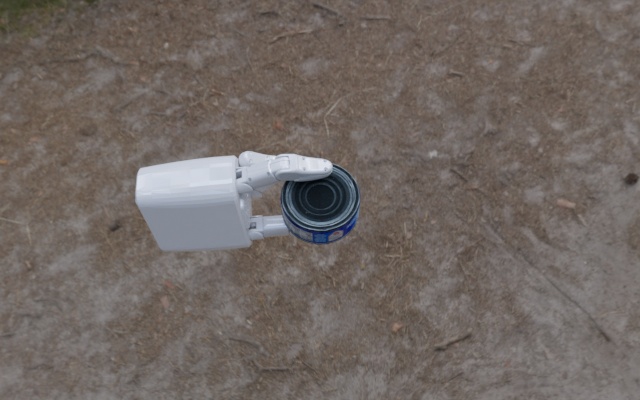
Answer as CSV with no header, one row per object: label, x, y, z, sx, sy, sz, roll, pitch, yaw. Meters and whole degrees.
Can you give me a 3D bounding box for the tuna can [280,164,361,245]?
tuna can,0.000,0.001,0.512,0.086,0.086,0.034,0,-28,0
